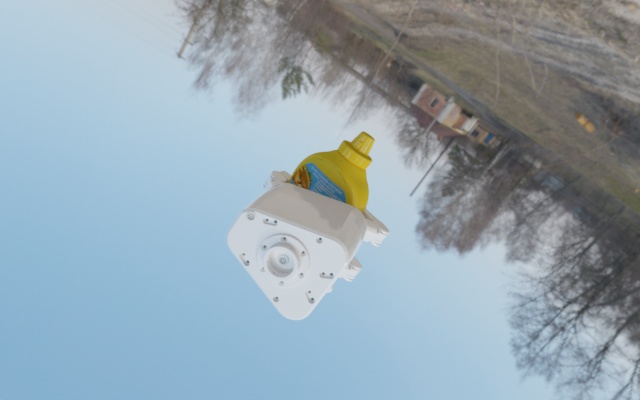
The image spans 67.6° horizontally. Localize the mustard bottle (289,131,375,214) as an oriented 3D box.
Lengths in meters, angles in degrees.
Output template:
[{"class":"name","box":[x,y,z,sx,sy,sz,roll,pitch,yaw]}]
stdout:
[{"class":"mustard bottle","box":[0.000,0.002,0.558,0.096,0.192,0.058,44,19,26]}]
